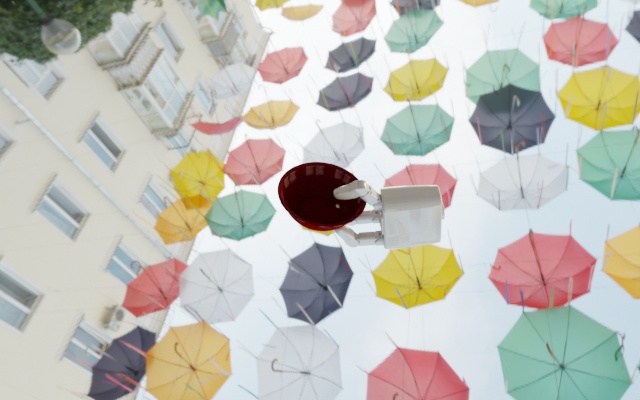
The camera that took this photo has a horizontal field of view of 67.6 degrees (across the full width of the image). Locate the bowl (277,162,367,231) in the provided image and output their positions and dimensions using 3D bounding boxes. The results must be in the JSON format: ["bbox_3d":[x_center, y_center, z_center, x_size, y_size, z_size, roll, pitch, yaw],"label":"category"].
[{"bbox_3d":[-0.001,0.003,0.869,0.162,0.162,0.055,0,-43,-11],"label":"bowl"}]
